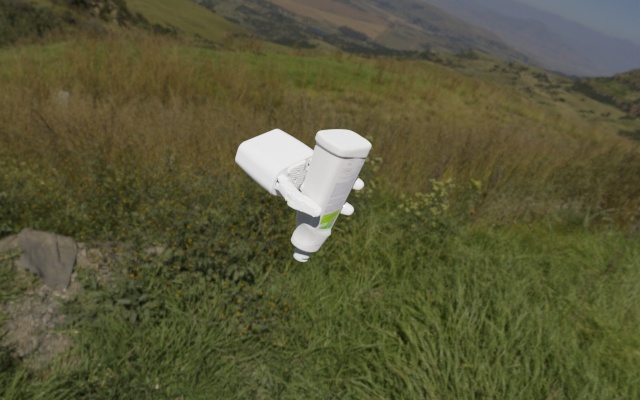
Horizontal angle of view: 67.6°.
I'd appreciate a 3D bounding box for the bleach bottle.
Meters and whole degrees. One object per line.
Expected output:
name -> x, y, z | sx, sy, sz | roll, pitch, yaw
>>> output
bleach bottle -> 0.000, 0.003, 0.829 | 0.068, 0.251, 0.102 | 37, 30, 28
